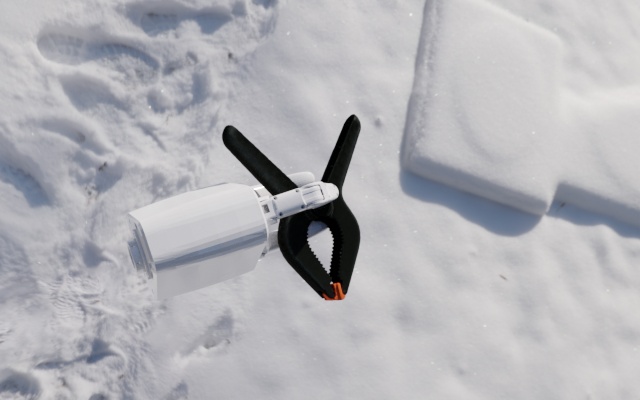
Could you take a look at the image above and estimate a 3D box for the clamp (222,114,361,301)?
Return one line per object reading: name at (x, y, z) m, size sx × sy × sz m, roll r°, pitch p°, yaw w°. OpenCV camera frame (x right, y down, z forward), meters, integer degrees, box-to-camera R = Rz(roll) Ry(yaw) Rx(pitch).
clamp at (0.000, 0.002, 0.521) m, size 0.164 × 0.210 × 0.036 m, roll -18°, pitch -4°, yaw -26°
